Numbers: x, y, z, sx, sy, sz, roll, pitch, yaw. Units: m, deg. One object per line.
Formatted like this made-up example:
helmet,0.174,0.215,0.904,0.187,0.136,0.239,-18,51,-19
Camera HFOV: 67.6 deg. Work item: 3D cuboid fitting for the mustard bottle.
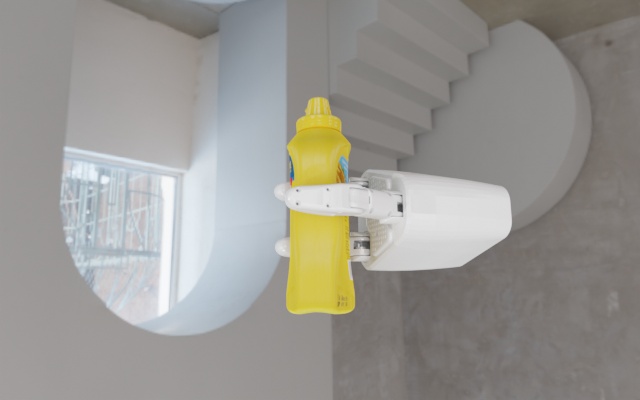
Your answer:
mustard bottle,0.000,0.002,0.424,0.058,0.191,0.096,-2,-10,7
